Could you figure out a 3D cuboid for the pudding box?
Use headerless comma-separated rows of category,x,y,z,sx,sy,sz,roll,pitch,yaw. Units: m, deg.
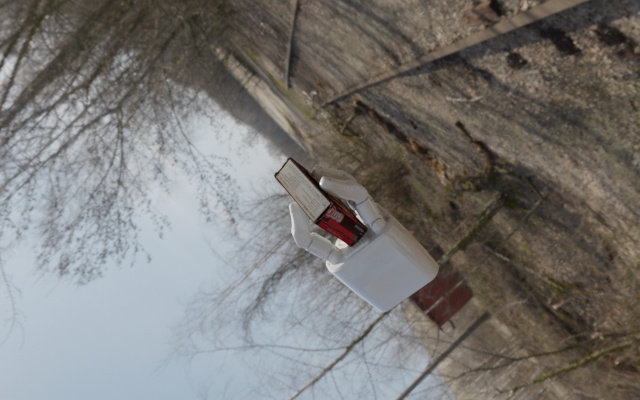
pudding box,0.000,0.002,0.622,0.090,0.039,0.113,37,6,-48
